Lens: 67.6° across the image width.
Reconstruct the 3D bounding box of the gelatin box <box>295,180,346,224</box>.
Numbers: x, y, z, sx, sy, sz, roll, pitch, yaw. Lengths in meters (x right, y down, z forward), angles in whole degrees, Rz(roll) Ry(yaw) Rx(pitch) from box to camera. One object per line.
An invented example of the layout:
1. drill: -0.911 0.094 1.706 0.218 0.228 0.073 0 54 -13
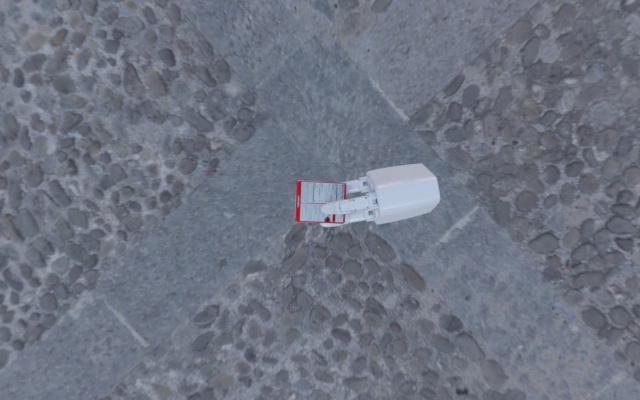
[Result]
1. gelatin box: 0.000 0.003 0.845 0.089 0.073 0.030 2 3 -5
